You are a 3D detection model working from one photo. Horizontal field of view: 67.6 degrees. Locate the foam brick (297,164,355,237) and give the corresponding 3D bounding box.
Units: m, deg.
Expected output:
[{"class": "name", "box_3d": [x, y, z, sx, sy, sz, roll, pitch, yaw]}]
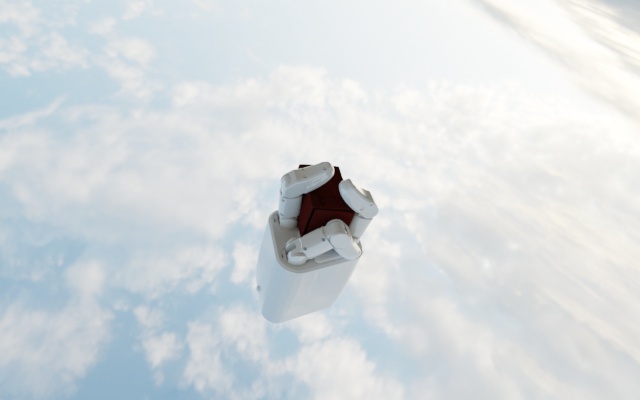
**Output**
[{"class": "foam brick", "box_3d": [0.000, 0.002, 0.554, 0.053, 0.051, 0.078, 4, 42, -20]}]
